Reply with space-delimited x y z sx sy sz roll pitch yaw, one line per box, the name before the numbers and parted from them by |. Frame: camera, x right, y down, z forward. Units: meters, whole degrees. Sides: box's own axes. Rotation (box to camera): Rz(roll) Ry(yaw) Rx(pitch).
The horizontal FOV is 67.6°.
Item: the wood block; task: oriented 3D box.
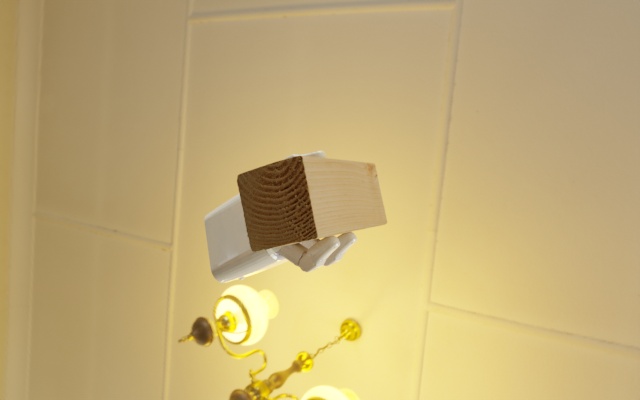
wood block | 0.000 0.002 0.600 0.090 0.091 0.206 -14 -5 27
